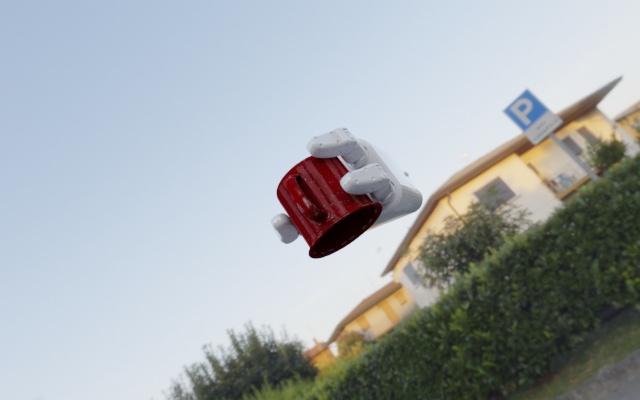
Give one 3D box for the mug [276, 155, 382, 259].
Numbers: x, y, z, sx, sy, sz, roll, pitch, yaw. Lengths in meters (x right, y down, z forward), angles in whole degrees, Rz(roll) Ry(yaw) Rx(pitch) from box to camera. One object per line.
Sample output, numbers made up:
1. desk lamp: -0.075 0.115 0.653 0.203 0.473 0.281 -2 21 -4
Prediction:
1. mug: -0.001 0.001 0.501 0.093 0.081 0.117 -42 -22 17
